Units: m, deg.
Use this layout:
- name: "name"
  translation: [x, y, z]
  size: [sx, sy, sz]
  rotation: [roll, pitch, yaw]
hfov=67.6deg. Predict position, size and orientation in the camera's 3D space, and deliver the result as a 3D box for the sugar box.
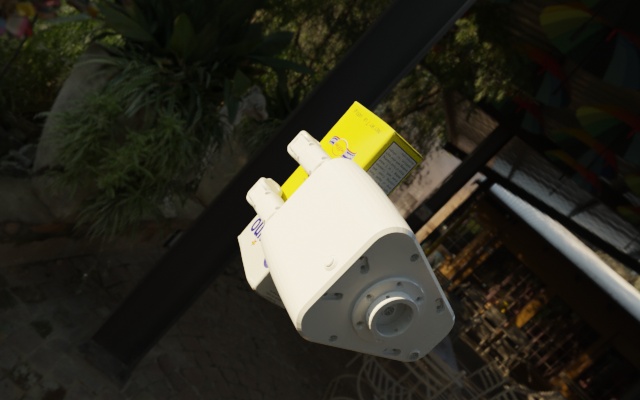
- name: "sugar box"
  translation: [0.000, 0.001, 0.426]
  size: [0.048, 0.176, 0.093]
  rotation: [39, 9, -29]
